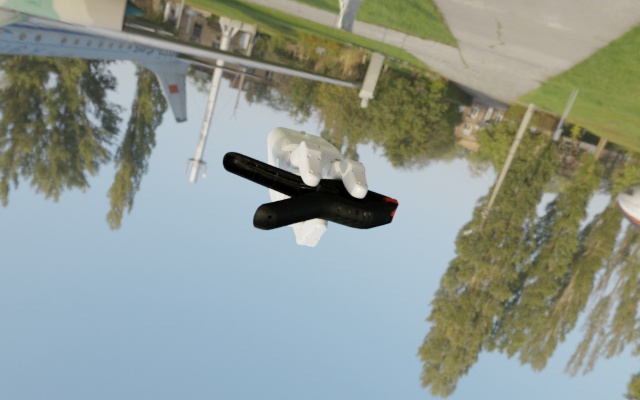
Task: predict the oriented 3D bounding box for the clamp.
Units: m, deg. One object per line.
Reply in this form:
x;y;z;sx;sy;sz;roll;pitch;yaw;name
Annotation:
0.000;0.002;0.531;0.210;0.036;0.164;12;21;-20;clamp
